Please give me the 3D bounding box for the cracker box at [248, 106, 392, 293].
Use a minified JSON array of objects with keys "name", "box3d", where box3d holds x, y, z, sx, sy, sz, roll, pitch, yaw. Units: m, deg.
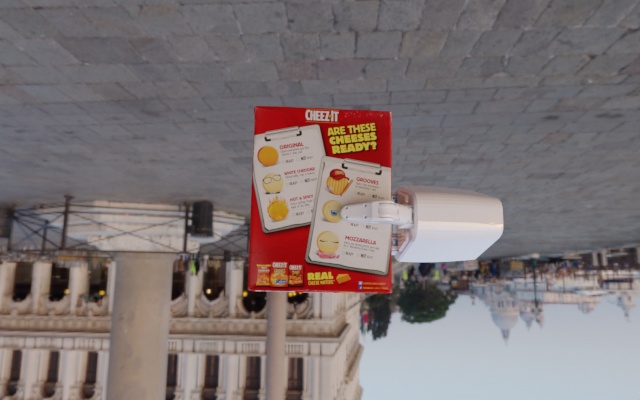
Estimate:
[{"name":"cracker box","box3d":[0.000,0.002,0.574,0.164,0.213,0.072,2,-9,-5]}]
